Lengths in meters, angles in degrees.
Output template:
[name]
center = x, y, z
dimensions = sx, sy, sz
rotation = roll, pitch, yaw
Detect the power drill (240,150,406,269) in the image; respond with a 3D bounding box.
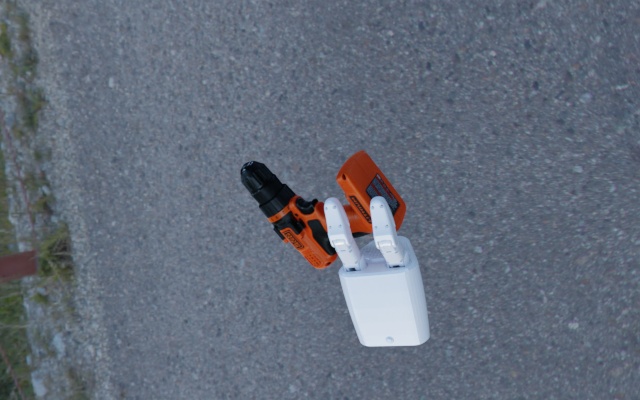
[power drill]
center = 0.001, 0.002, 0.610
dimensions = 0.188, 0.184, 0.057
rotation = -21, 27, 48
